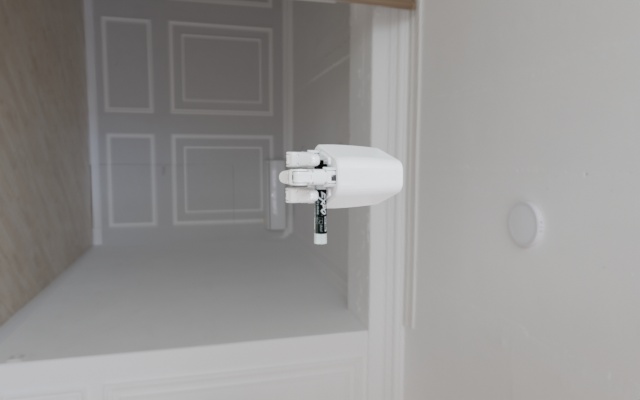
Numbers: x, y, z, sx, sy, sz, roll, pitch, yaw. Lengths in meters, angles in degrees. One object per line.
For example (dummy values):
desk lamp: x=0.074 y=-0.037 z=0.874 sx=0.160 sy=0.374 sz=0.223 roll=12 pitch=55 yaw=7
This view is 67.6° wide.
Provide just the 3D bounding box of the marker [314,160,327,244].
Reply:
marker: x=0.000 y=0.002 z=0.690 sx=0.020 sy=0.121 sz=0.020 roll=0 pitch=4 yaw=0
